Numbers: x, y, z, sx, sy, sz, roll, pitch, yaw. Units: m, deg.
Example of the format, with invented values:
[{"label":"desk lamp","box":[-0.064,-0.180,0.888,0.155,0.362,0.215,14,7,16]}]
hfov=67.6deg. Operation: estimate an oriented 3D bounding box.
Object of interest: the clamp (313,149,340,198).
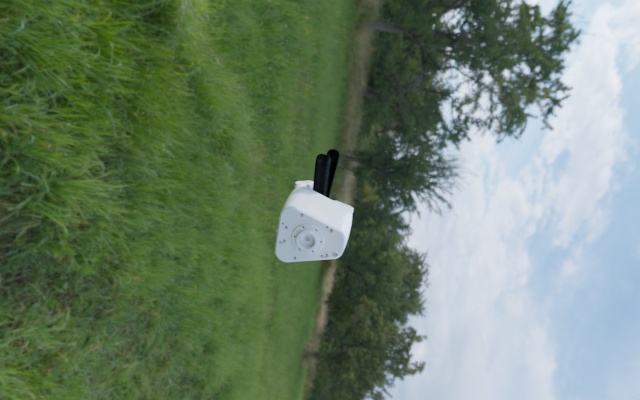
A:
[{"label":"clamp","box":[0.001,0.004,0.883,0.036,0.210,0.164,13,18,7]}]
